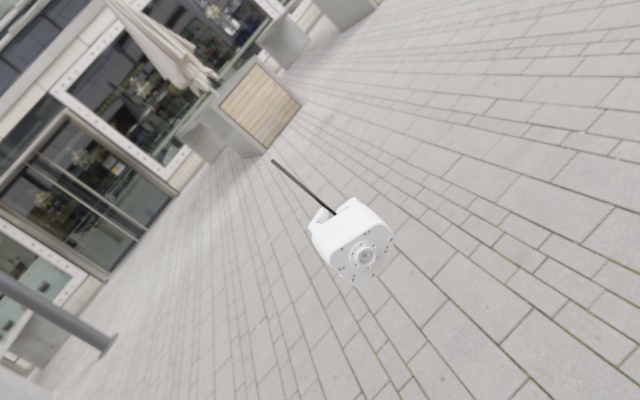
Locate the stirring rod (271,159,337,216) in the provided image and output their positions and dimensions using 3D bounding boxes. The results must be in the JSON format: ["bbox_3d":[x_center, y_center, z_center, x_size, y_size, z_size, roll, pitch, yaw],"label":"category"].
[{"bbox_3d":[0.000,0.003,0.886,0.239,0.011,0.011,41,-16,-20],"label":"stirring rod"}]
